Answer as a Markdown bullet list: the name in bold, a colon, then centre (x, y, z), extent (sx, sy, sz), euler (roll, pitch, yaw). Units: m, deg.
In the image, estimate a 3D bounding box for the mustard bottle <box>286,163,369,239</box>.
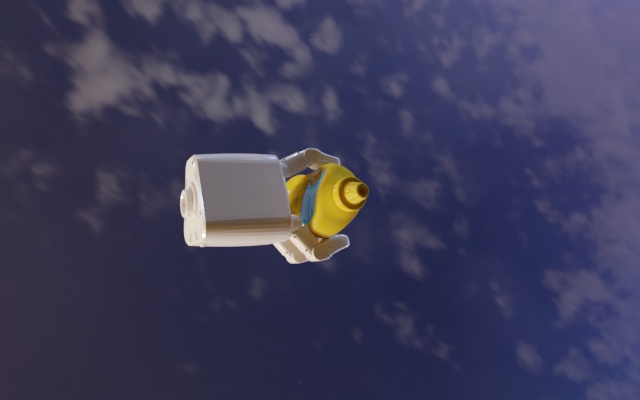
- **mustard bottle**: centre (0.000, 0.002, 0.619), extent (0.058, 0.096, 0.191), euler (26, -20, -24)
